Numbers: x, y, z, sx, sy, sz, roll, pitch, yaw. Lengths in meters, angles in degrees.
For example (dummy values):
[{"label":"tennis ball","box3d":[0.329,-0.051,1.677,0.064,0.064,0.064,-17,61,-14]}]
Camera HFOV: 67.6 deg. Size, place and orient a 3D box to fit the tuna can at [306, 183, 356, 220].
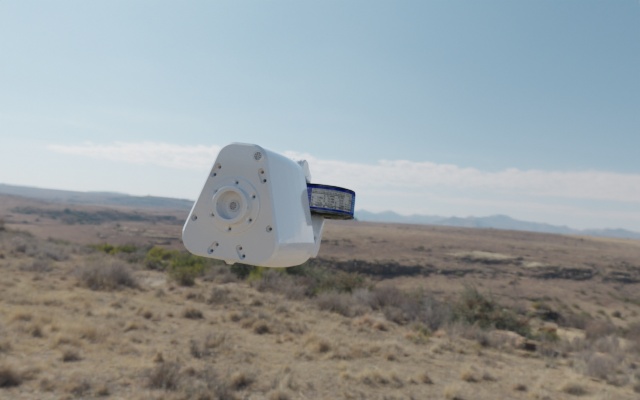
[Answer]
[{"label":"tuna can","box3d":[0.000,0.001,0.587,0.086,0.033,0.086,6,-7,1]}]
